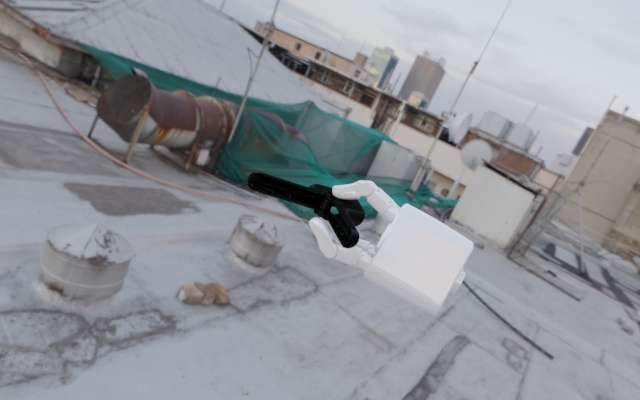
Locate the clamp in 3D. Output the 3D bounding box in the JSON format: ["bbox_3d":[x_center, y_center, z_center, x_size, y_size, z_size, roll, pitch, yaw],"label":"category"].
[{"bbox_3d":[0.001,0.002,0.671,0.164,0.036,0.210,31,13,12],"label":"clamp"}]
